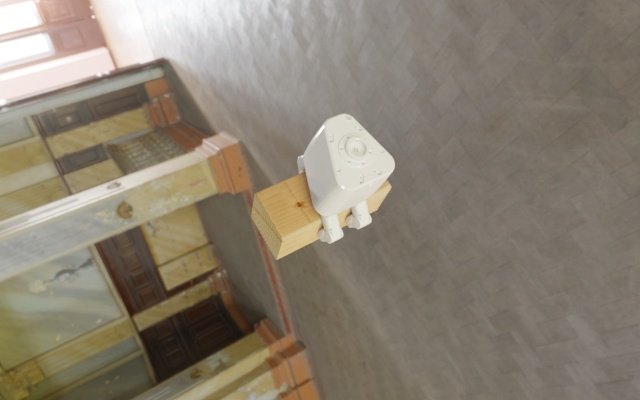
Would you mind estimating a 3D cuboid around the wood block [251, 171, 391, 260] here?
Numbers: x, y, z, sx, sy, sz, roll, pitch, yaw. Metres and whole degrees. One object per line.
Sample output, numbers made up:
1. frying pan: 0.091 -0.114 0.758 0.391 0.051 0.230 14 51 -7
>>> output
1. wood block: 0.000 0.002 0.790 0.206 0.090 0.090 -24 -20 -23
